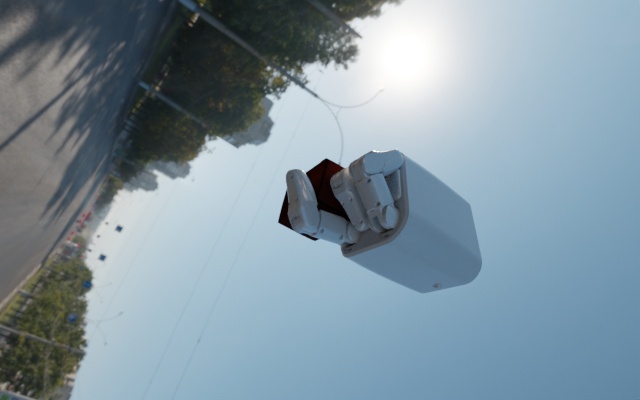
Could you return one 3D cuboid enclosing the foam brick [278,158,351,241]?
[{"bbox_3d":[0.000,0.002,0.498,0.051,0.053,0.078,28,-32,-24],"label":"foam brick"}]
